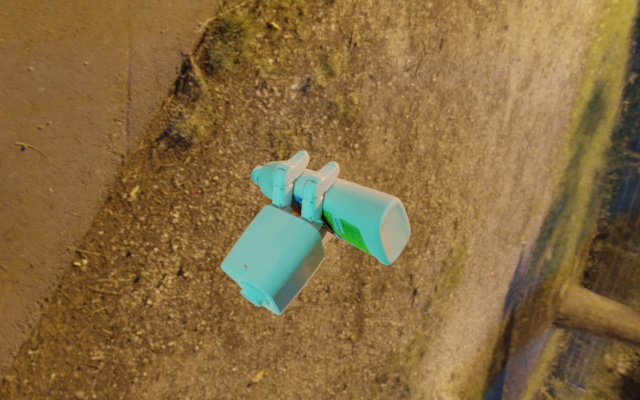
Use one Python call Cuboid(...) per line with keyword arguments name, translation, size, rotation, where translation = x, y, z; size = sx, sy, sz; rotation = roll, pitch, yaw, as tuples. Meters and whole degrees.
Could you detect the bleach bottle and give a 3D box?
Cuboid(name="bleach bottle", translation=(0.000, 0.002, 0.682), size=(0.250, 0.068, 0.103), rotation=(22, -26, 35))
